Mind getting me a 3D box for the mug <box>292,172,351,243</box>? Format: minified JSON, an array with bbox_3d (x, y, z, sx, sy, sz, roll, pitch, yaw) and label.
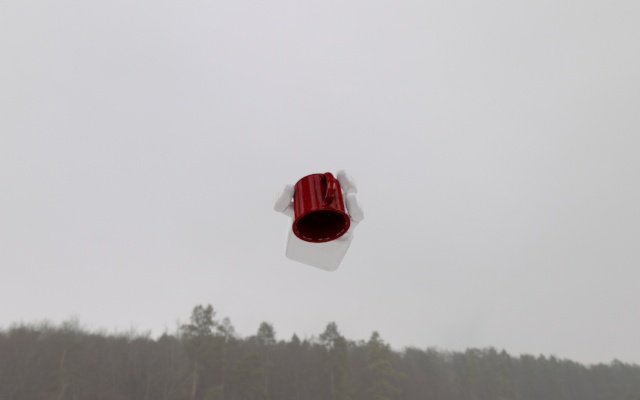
[{"bbox_3d":[0.000,0.001,0.765,0.093,0.081,0.117,4,-40,-14],"label":"mug"}]
